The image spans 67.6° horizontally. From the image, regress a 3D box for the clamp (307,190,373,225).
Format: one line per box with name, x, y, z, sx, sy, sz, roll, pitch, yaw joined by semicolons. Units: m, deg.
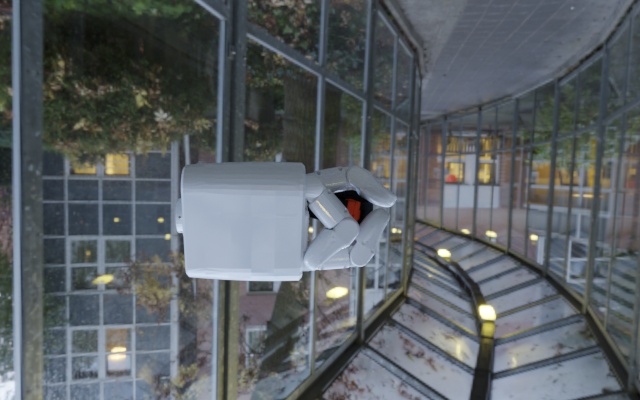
clamp;0.000;0.002;0.534;0.120;0.039;0.171;0;4;-6
